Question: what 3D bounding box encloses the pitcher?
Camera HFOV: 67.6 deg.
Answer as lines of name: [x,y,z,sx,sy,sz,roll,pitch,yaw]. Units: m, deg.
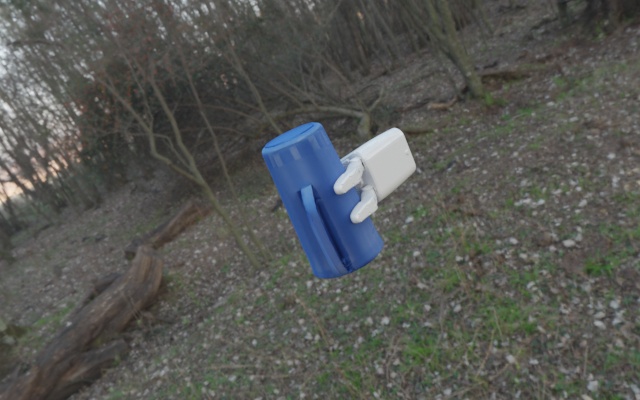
pitcher: [0.000,0.002,0.790,0.145,0.243,0.149,-35,19,-30]
